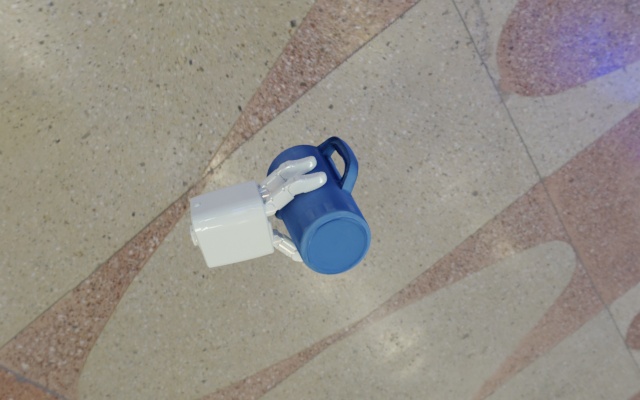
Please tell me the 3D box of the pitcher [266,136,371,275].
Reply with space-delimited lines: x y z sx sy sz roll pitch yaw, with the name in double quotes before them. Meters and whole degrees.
"pitcher" 0.000 0.003 0.775 0.145 0.149 0.242 -13 30 -10
